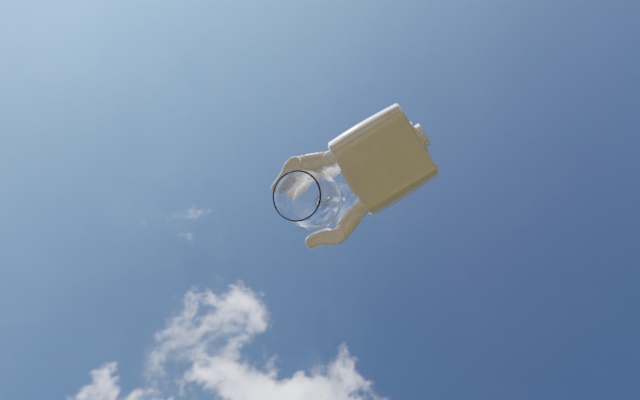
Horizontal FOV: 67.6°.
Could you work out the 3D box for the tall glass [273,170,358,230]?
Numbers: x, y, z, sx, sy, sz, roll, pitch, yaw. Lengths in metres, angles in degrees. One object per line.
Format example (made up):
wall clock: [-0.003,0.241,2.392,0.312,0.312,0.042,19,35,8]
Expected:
tall glass: [0.000,0.002,0.659,0.079,0.079,0.201,0,-4,17]
